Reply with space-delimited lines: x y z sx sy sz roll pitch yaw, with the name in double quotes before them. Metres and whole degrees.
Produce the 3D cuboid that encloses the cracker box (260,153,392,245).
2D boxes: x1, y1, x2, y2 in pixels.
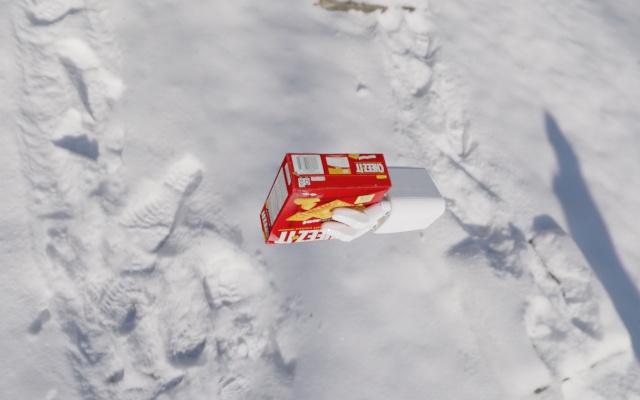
"cracker box" 0.000 0.002 0.809 0.164 0.072 0.214 -2 -27 -20
